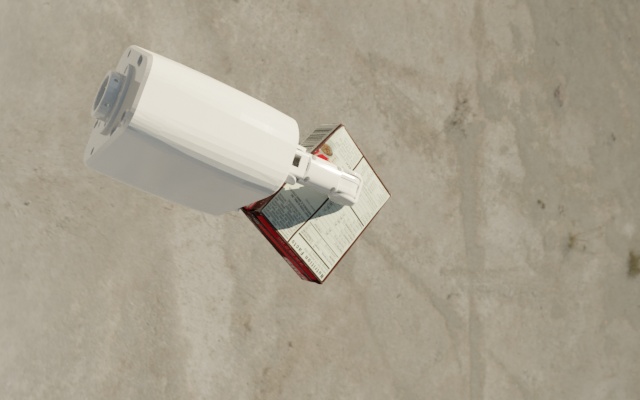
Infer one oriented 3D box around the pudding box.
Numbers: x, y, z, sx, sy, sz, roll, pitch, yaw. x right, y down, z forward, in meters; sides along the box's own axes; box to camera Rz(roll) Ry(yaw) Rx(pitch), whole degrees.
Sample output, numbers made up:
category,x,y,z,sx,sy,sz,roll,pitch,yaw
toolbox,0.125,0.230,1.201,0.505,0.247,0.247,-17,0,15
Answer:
category,x,y,z,sx,sy,sz,roll,pitch,yaw
pudding box,0.000,0.001,0.414,0.113,0.090,0.039,-48,27,-22
